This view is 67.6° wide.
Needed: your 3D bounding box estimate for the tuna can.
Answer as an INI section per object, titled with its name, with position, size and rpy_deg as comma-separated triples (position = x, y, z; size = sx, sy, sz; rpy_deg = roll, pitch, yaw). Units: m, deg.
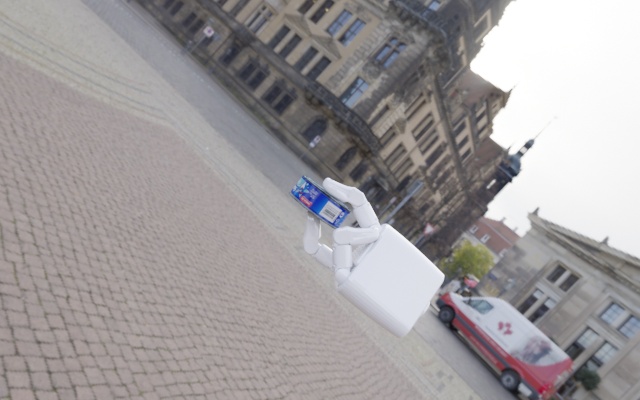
[tuna can]
position = 0.000, 0.002, 0.669
size = 0.086, 0.034, 0.086
rpy_deg = 37, 4, -3
